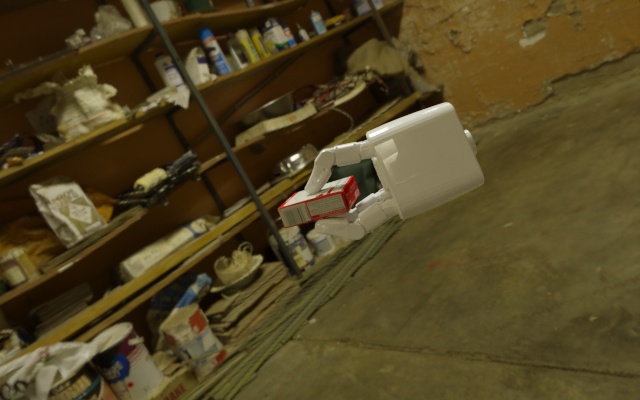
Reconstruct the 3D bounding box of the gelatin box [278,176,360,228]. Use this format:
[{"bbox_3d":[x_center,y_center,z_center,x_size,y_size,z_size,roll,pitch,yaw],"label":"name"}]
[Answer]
[{"bbox_3d":[0.000,0.002,0.604,0.089,0.030,0.073,-15,12,18],"label":"gelatin box"}]
